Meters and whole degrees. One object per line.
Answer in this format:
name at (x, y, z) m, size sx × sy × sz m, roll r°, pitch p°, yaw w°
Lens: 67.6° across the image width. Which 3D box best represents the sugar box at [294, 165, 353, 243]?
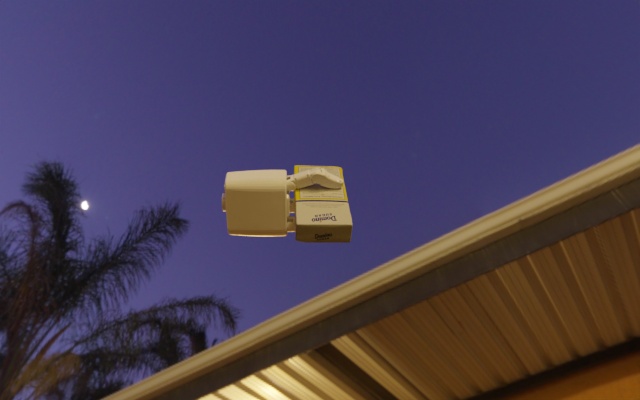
sugar box at (0.000, 0.003, 0.839) m, size 0.093 × 0.048 × 0.176 m, roll 1°, pitch 39°, yaw -5°
